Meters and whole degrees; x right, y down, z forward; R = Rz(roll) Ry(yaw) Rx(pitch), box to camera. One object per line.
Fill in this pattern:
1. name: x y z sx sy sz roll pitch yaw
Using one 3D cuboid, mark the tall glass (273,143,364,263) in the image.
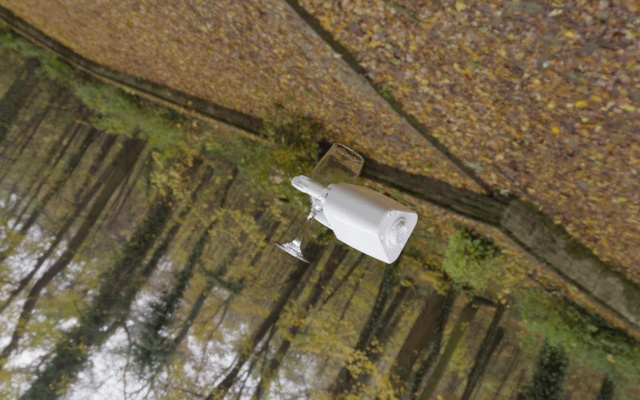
1. tall glass: 0.000 0.003 0.819 0.079 0.201 0.079 30 -4 3
